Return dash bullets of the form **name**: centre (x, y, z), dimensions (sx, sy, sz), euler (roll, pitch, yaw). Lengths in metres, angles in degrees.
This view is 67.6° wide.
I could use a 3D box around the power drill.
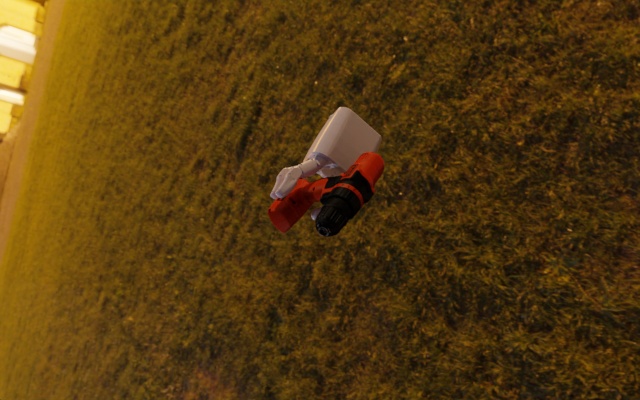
- **power drill**: centre (0.000, 0.002, 0.777), dimensions (0.187, 0.057, 0.184), euler (-14, 27, 44)
